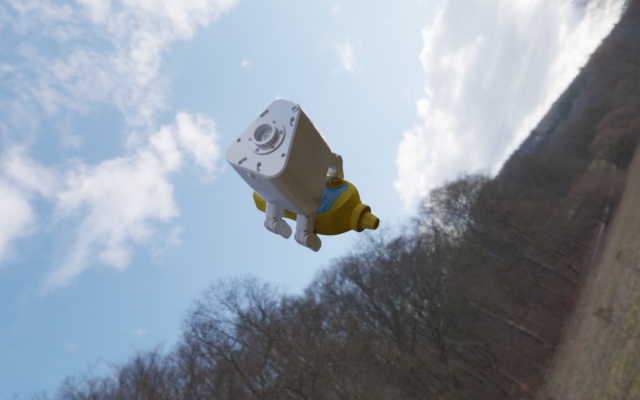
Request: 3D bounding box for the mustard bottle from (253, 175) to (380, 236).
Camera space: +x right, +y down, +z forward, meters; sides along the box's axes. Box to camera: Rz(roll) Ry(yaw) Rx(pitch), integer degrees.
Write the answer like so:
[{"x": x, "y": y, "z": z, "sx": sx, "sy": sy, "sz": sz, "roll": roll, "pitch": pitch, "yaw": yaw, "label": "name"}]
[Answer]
[{"x": 0.000, "y": 0.002, "z": 0.702, "sx": 0.191, "sy": 0.058, "sz": 0.096, "roll": 21, "pitch": 50, "yaw": 30, "label": "mustard bottle"}]
